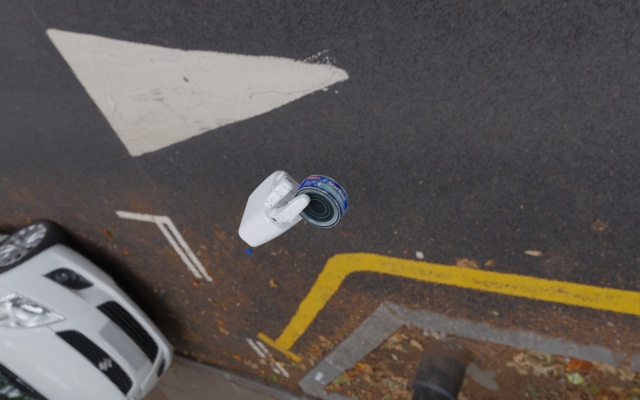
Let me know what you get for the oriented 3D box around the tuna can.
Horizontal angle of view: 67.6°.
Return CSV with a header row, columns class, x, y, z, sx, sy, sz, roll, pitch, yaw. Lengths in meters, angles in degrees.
class,x,y,z,sx,sy,sz,roll,pitch,yaw
tuna can,0.000,0.003,0.772,0.086,0.086,0.033,0,37,31
